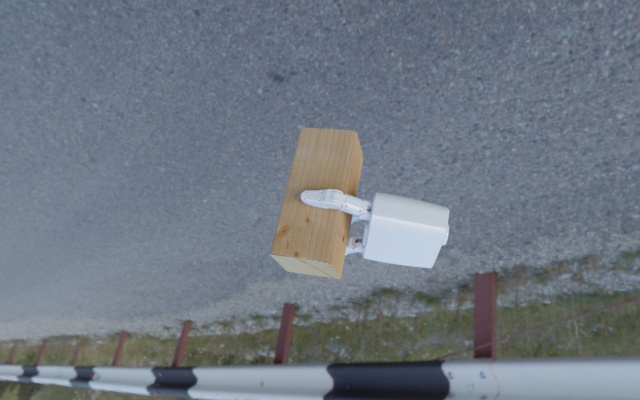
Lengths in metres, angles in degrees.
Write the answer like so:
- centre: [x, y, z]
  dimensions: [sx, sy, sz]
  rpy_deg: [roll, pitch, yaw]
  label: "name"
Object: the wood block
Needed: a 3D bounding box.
- centre: [0.000, 0.002, 0.723]
  dimensions: [0.090, 0.206, 0.091]
  rpy_deg: [6, -22, 15]
  label: "wood block"
